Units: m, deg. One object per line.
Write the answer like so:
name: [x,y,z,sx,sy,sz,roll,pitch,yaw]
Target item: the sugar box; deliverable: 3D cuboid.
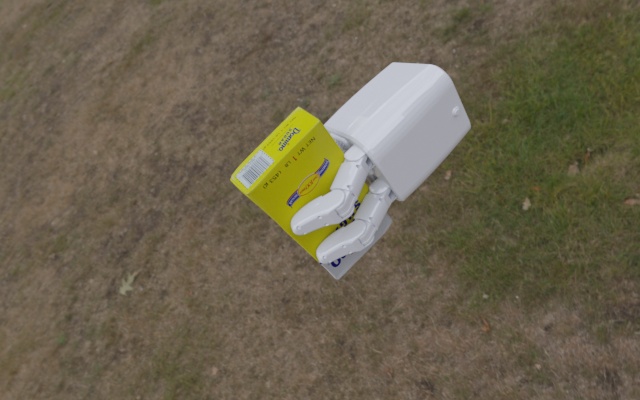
sugar box: [0.000,0.002,0.479,0.048,0.093,0.176,41,-4,48]
